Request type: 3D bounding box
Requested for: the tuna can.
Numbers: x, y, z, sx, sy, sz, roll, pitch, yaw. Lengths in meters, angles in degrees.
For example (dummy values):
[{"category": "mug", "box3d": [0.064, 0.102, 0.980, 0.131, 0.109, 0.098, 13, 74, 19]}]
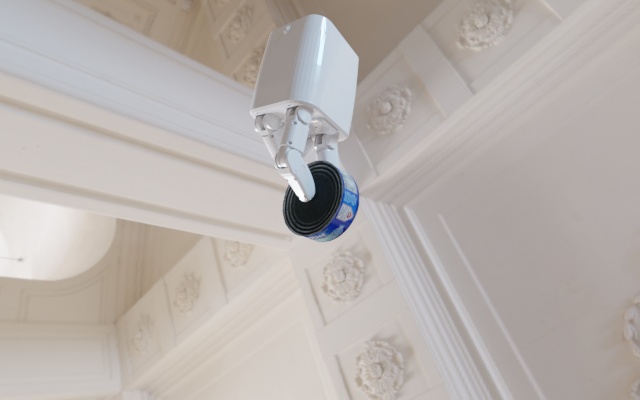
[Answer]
[{"category": "tuna can", "box3d": [0.000, 0.002, 0.524, 0.086, 0.086, 0.034, 0, -18, 43]}]
